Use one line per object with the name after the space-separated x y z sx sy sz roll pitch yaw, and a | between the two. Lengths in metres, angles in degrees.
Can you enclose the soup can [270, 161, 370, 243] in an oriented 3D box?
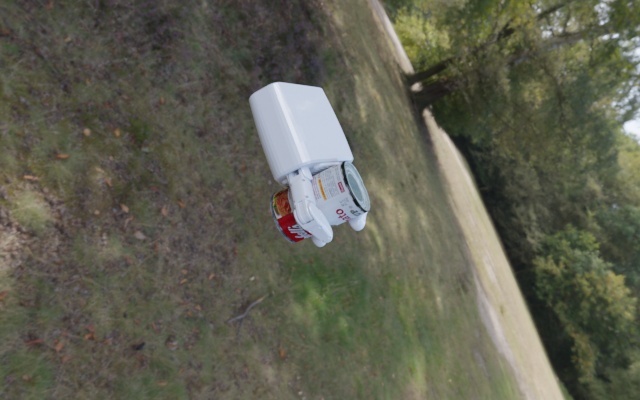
0.000 0.002 0.576 0.102 0.068 0.068 -24 -9 19 | soup can
